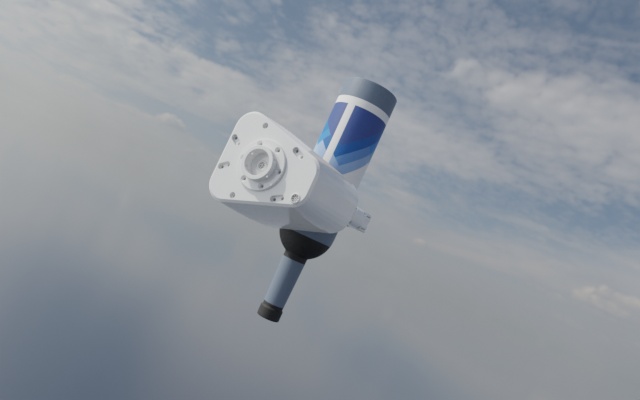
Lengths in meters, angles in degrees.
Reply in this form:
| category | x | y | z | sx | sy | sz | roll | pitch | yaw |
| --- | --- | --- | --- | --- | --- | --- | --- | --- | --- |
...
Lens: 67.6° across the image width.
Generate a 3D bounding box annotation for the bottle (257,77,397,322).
| category | x | y | z | sx | sy | sz | roll | pitch | yaw |
| --- | --- | --- | --- | --- | --- | --- | --- | --- | --- |
| bottle | 0.000 | 0.002 | 0.562 | 0.069 | 0.295 | 0.069 | 25 | -4 | 2 |
